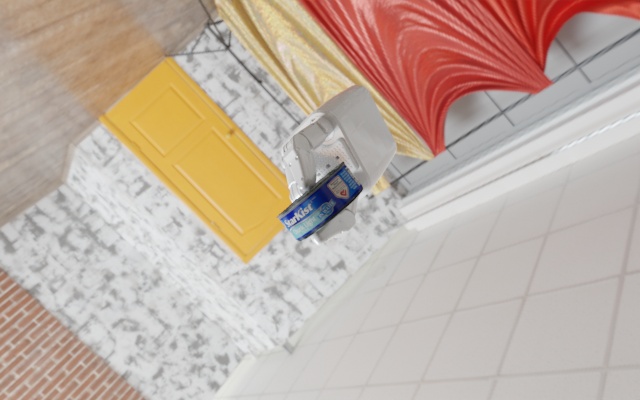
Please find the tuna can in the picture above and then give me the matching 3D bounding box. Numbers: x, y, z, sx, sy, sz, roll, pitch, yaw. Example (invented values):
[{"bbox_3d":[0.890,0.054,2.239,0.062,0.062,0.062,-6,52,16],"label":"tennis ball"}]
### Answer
[{"bbox_3d":[0.000,0.002,0.470,0.086,0.034,0.086,-39,4,3],"label":"tuna can"}]
